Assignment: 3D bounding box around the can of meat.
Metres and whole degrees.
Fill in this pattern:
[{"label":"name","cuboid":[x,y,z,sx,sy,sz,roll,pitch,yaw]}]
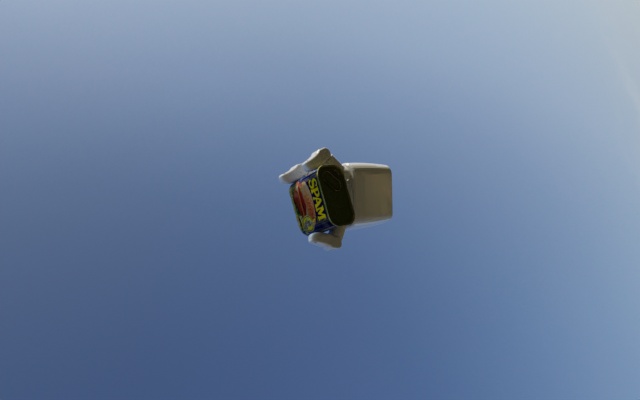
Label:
[{"label":"can of meat","cuboid":[0.000,0.003,0.788,0.057,0.102,0.084,-8,-11,-42]}]
